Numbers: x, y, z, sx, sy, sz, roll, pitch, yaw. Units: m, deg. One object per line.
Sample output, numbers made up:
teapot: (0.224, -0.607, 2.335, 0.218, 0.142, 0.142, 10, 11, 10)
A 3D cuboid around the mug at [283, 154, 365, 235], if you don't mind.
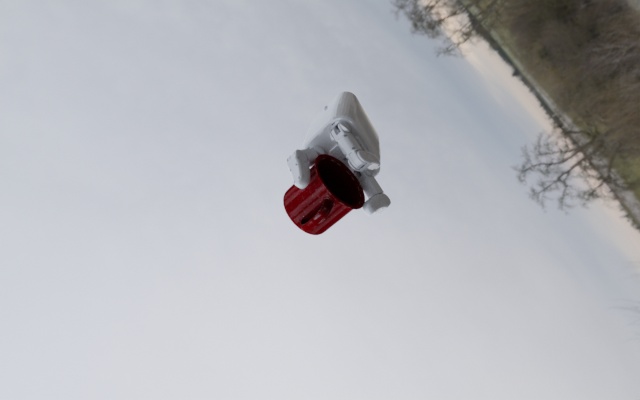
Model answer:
mug: (0.000, 0.003, 0.662, 0.081, 0.093, 0.117, -41, 19, 30)
